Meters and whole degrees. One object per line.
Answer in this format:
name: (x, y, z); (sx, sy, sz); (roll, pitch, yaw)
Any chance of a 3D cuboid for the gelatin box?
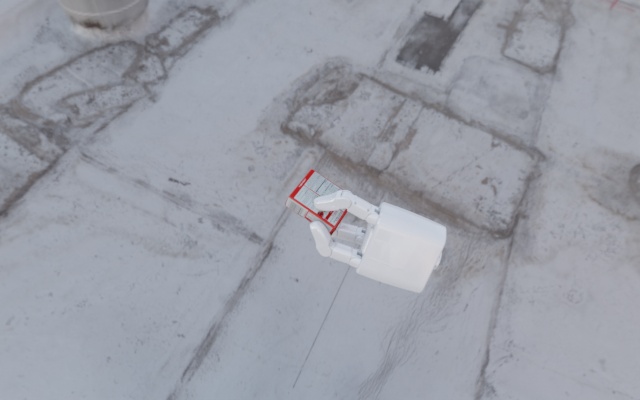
gelatin box: (0.000, 0.002, 0.757); (0.089, 0.073, 0.030); (34, -37, 3)
